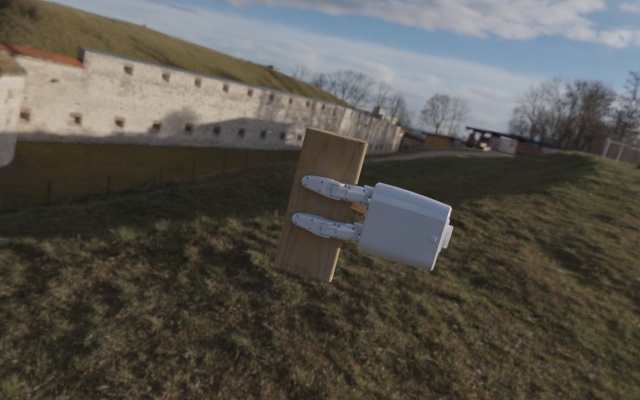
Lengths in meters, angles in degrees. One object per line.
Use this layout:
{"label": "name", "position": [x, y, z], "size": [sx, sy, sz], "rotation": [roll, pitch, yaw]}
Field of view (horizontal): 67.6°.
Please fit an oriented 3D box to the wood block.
{"label": "wood block", "position": [0.001, 0.002, 0.712], "size": [0.090, 0.206, 0.091], "rotation": [15, 10, 1]}
